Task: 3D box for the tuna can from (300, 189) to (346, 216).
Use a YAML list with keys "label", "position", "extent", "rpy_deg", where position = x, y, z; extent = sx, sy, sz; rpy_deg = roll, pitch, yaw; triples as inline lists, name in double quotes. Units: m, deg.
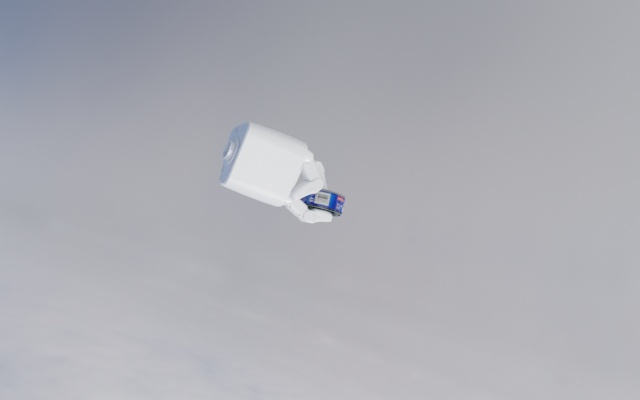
- label: "tuna can"
  position: [0.000, 0.003, 0.859]
  extent: [0.086, 0.033, 0.086]
  rpy_deg: [12, -9, 2]
